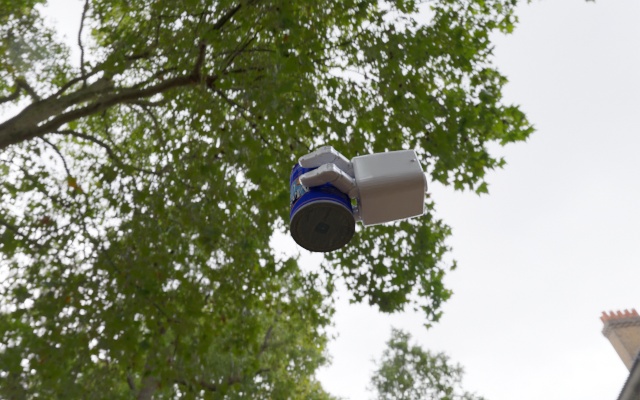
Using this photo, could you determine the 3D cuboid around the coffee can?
[{"bbox_3d":[0.000,0.003,0.791,0.103,0.103,0.140,0,37,-4],"label":"coffee can"}]
